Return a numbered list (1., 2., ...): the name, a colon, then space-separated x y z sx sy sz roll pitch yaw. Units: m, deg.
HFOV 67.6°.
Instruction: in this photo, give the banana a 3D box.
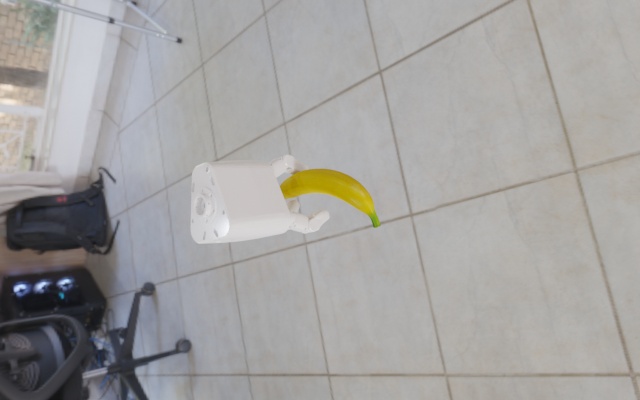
1. banana: 0.005 -0.015 0.723 0.197 0.070 0.037 18 16 37
